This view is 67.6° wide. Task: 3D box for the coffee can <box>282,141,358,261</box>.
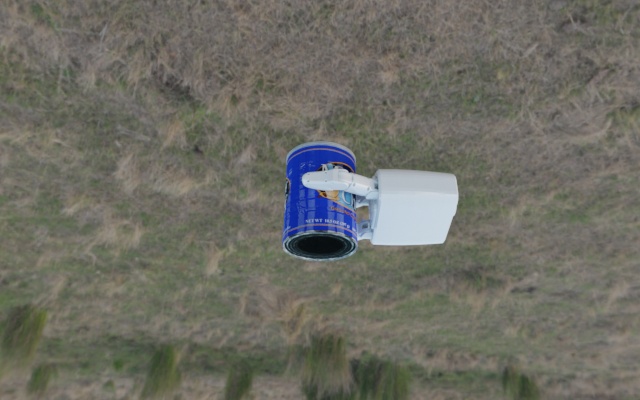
[{"bbox_3d":[0.000,0.002,0.675,0.103,0.140,0.103,1,-28,0],"label":"coffee can"}]
